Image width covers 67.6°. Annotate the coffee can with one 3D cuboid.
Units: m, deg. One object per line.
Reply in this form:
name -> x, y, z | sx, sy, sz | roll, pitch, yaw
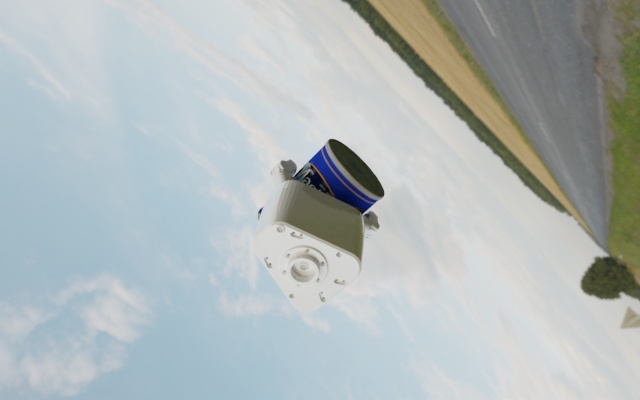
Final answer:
coffee can -> 0.000, 0.002, 0.638 | 0.140, 0.102, 0.103 | -44, -18, 20
